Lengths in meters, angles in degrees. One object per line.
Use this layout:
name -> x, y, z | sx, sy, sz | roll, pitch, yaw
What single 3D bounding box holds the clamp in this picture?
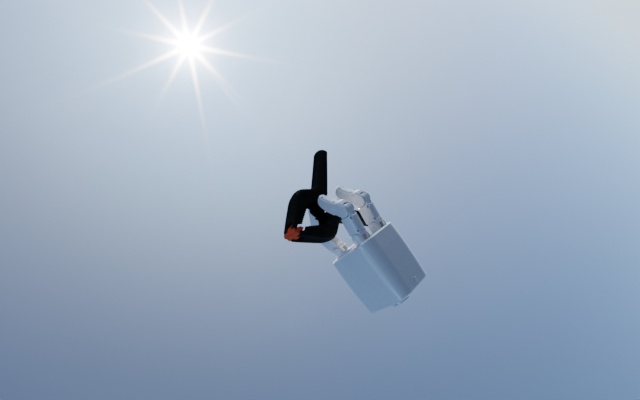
clamp -> -0.001, 0.003, 0.786 | 0.036, 0.164, 0.210 | -39, -6, 38
